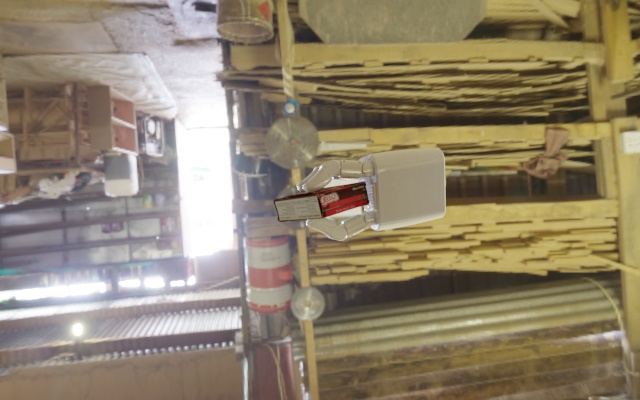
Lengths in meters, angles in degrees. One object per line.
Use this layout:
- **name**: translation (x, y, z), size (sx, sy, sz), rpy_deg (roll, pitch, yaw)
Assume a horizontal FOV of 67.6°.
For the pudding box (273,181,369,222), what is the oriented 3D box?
- **pudding box**: translation (0.000, 0.002, 0.689), size (0.090, 0.039, 0.113), rpy_deg (-14, 2, -38)
